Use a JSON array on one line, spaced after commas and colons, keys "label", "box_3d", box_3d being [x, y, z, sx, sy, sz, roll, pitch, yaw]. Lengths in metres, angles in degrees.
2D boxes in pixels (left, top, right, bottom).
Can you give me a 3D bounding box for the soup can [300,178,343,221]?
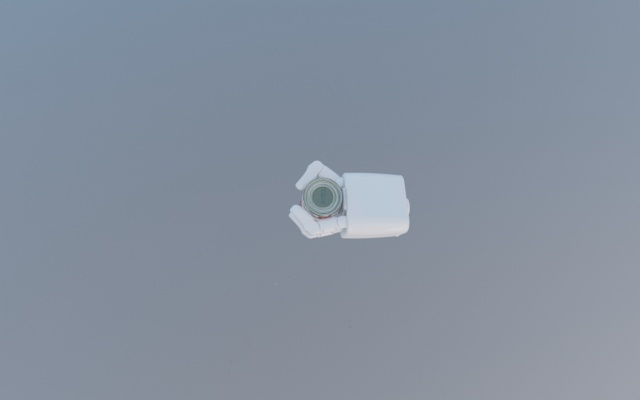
[{"label": "soup can", "box_3d": [0.000, 0.003, 0.833, 0.068, 0.068, 0.102, 0, -10, -5]}]
